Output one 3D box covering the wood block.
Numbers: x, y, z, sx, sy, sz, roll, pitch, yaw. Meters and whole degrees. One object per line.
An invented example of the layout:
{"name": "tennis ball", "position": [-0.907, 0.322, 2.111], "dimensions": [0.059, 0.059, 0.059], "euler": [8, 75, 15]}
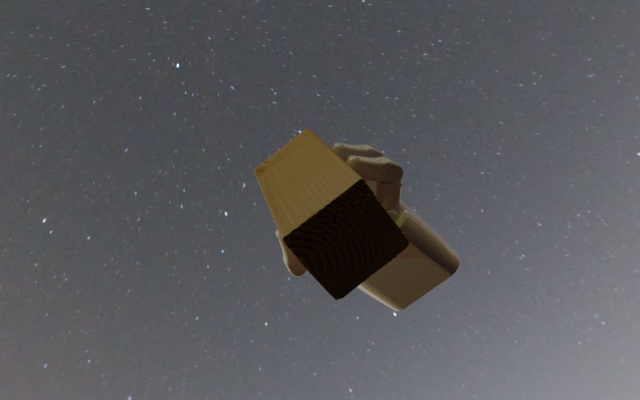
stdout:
{"name": "wood block", "position": [0.000, 0.002, 0.520], "dimensions": [0.091, 0.090, 0.206], "euler": [-38, 25, 1]}
